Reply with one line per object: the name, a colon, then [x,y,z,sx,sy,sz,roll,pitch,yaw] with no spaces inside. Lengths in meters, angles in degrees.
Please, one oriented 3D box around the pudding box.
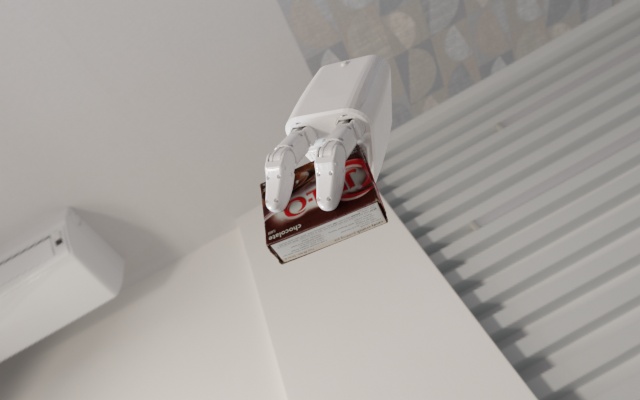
pudding box: [0.000,0.002,0.465,0.113,0.039,0.090,-25,40,9]
